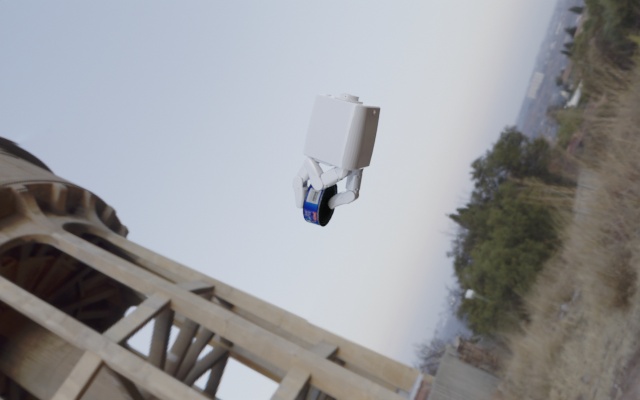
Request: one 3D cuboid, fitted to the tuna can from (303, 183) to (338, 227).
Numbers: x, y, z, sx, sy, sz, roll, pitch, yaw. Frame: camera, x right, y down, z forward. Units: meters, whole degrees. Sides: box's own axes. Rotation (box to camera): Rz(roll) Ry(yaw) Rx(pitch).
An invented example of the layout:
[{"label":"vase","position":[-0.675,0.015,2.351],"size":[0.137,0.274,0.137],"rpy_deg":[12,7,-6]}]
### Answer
[{"label":"tuna can","position":[0.000,0.003,0.872],"size":[0.034,0.086,0.086],"rpy_deg":[15,5,21]}]
